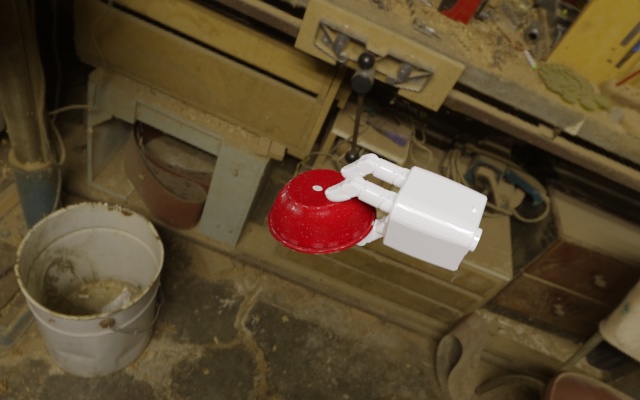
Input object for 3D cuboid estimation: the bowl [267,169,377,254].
[{"bbox_3d":[-0.001,0.002,0.690,0.162,0.055,0.162,-3,39,3],"label":"bowl"}]
